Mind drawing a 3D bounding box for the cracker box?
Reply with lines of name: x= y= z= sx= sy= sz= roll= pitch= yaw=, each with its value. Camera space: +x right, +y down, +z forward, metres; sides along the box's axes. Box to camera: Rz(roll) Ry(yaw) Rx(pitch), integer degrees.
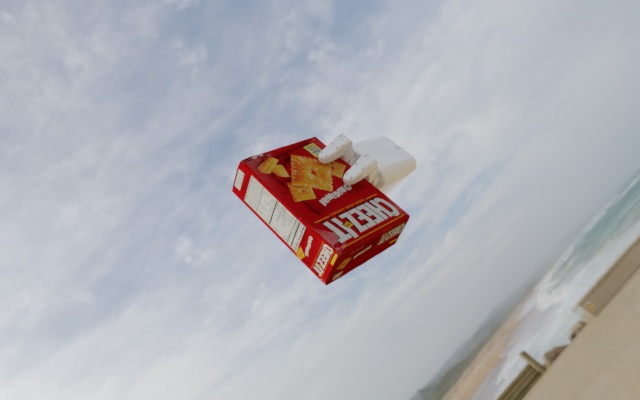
cracker box: x=0.000 y=0.002 z=0.712 sx=0.164 sy=0.072 sz=0.213 roll=-23 pitch=55 yaw=-42
